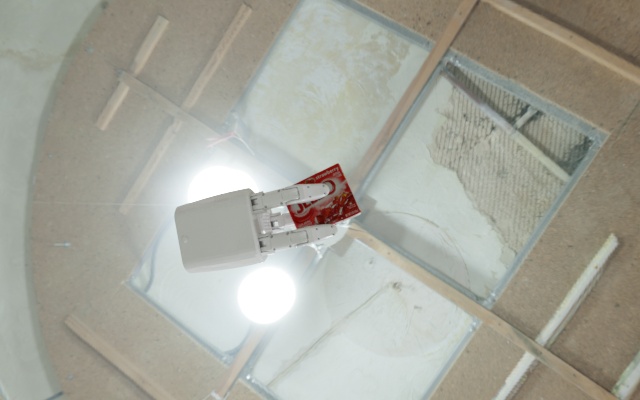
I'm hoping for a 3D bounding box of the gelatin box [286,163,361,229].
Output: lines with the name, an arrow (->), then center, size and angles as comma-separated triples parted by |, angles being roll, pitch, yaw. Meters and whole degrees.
gelatin box -> 0.000, 0.002, 0.642 | 0.089, 0.073, 0.030 | -25, -7, 4
